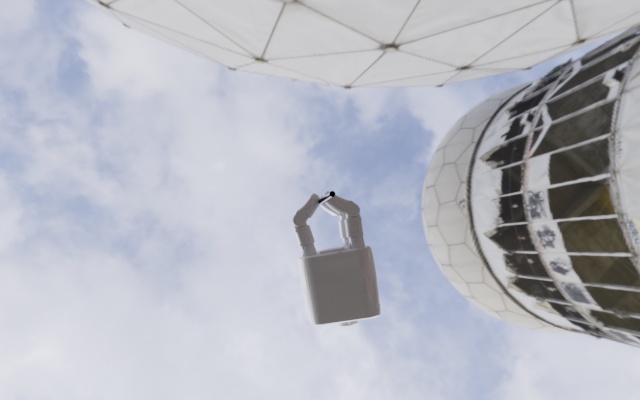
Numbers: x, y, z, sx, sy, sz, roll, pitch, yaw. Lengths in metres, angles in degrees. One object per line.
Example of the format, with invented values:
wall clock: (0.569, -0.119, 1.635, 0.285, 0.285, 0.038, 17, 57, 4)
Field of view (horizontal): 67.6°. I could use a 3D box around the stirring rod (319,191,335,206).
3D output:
stirring rod: (0.000, 0.002, 0.741, 0.011, 0.011, 0.239, 0, -5, -7)
